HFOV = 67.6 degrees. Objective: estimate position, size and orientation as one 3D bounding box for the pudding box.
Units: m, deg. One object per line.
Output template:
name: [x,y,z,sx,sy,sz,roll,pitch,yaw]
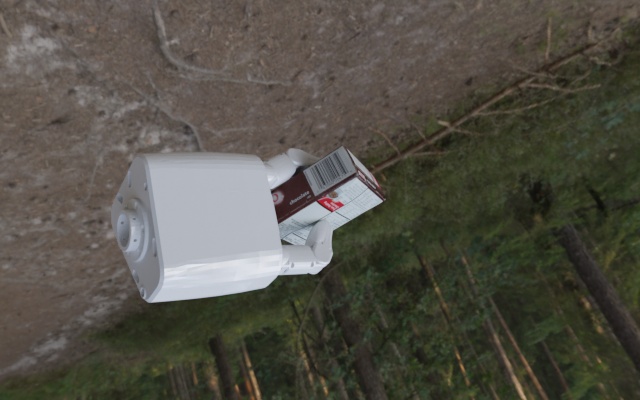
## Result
pudding box: [0.000,0.002,0.488,0.113,0.039,0.090,-30,-25,14]
